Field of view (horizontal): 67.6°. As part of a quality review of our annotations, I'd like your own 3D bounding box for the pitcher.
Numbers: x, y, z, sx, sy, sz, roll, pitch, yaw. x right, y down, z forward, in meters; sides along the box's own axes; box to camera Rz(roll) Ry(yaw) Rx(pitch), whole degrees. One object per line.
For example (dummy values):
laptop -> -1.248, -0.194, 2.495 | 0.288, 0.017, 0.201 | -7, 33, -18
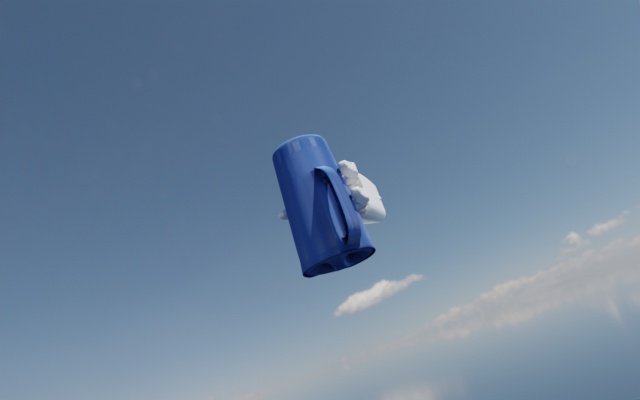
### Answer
pitcher -> 0.000, 0.003, 0.851 | 0.149, 0.242, 0.145 | -28, -21, 21
